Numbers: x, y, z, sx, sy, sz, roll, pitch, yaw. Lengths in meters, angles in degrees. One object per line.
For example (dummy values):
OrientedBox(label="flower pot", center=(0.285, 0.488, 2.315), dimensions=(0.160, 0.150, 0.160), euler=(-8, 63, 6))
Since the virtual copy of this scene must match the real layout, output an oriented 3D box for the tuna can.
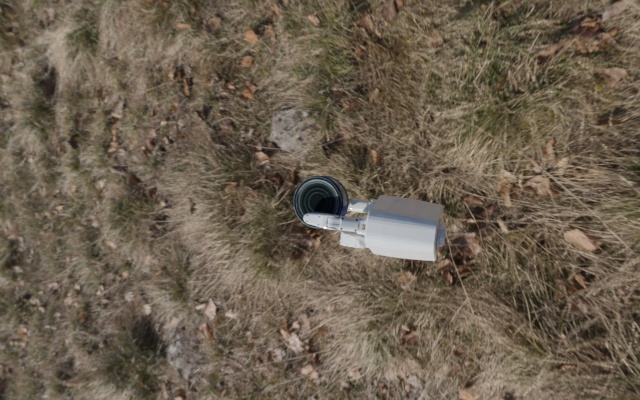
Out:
OrientedBox(label="tuna can", center=(0.000, 0.003, 0.773), dimensions=(0.086, 0.086, 0.034), euler=(0, 2, 21))
